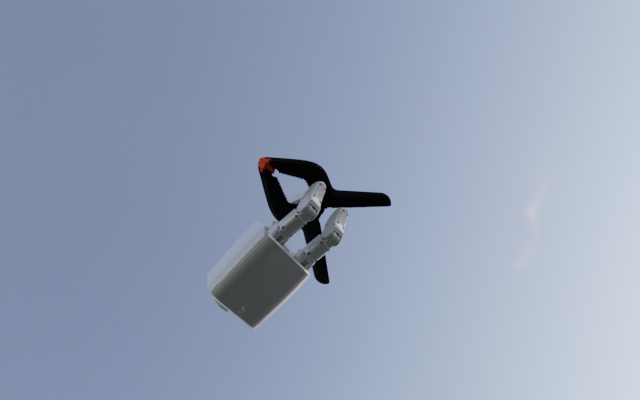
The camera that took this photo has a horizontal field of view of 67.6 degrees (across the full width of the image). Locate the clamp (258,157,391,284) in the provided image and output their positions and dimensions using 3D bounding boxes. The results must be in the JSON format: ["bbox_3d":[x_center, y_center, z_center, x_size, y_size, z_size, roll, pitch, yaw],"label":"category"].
[{"bbox_3d":[-0.001,0.002,0.675,0.210,0.164,0.036,48,-8,-29],"label":"clamp"}]
